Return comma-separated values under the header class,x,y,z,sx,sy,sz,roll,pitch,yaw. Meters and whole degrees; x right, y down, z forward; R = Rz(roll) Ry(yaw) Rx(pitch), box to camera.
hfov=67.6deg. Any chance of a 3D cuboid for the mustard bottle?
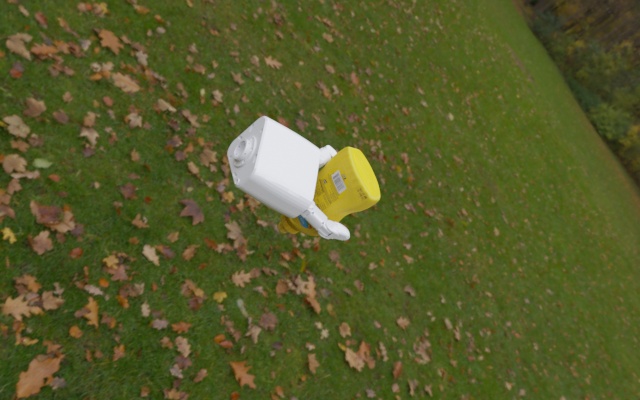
class,x,y,z,sx,sy,sz,roll,pitch,yaw
mustard bottle,0.001,0.002,0.767,0.192,0.096,0.058,-34,-22,31
